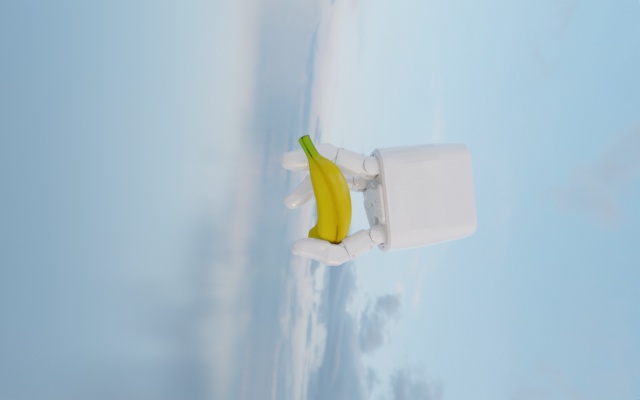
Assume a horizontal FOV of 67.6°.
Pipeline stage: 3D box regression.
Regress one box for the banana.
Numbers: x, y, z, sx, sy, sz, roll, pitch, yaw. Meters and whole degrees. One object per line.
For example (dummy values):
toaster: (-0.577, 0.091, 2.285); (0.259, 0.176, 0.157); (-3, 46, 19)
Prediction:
banana: (0.007, 0.014, 0.524); (0.037, 0.069, 0.198); (-19, -33, -13)
